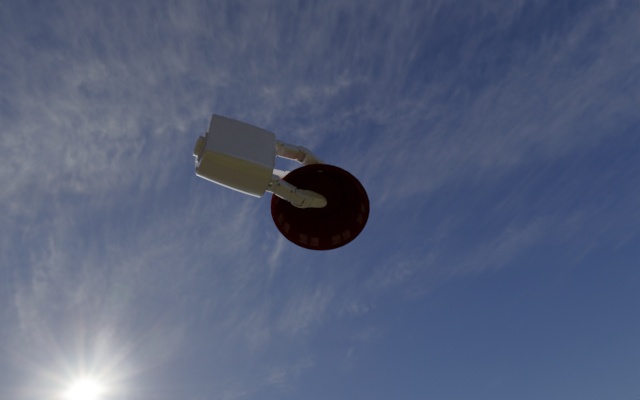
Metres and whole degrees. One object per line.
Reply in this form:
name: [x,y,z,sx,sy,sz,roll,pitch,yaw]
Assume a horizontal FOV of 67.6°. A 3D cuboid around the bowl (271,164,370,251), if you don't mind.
bowl: [0.001,0.003,0.797,0.162,0.162,0.055,0,28,2]
